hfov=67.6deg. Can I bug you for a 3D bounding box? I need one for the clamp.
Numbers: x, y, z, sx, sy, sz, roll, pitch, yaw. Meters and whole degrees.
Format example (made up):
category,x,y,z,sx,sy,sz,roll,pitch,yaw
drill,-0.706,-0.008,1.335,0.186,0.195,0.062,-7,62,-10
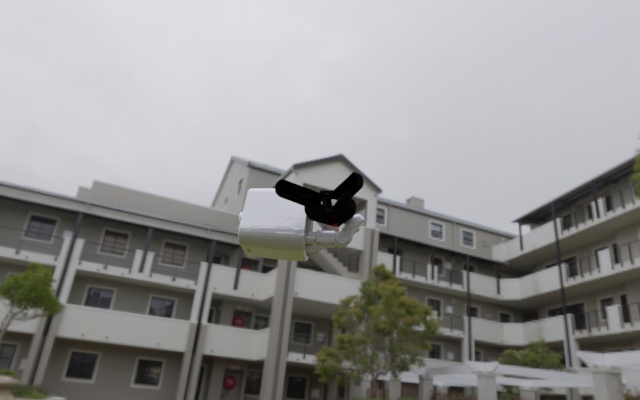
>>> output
category,x,y,z,sx,sy,sz,roll,pitch,yaw
clamp,0.000,0.002,0.705,0.120,0.039,0.171,3,-23,4
